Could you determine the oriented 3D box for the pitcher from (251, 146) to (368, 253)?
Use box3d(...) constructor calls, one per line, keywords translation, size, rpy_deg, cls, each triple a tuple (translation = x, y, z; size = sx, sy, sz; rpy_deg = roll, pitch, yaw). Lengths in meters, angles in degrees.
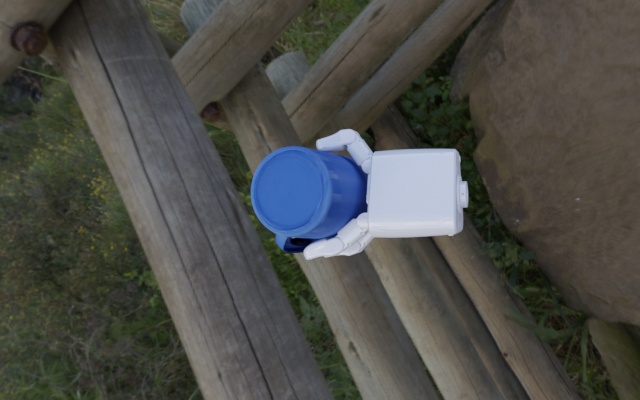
box3d(translation=(0.000, 0.002, 0.666), size=(0.145, 0.149, 0.243), rpy_deg=(-2, -3, 22), cls="pitcher")
